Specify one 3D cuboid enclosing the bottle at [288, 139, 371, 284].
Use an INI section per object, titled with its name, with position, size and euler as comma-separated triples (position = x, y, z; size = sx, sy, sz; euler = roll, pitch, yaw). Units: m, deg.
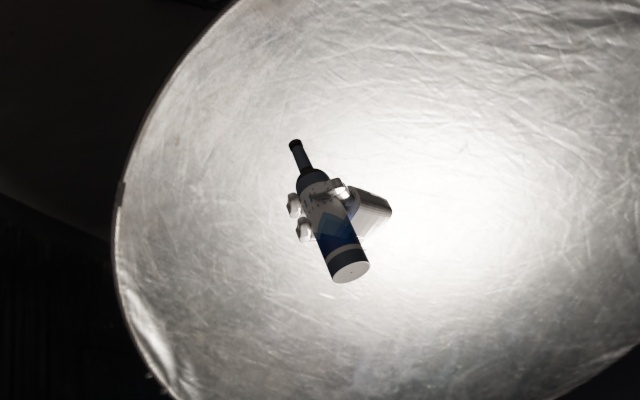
[bottle]
position = 0.000, 0.003, 0.839
size = 0.069, 0.295, 0.069
euler = -16, -34, -11
